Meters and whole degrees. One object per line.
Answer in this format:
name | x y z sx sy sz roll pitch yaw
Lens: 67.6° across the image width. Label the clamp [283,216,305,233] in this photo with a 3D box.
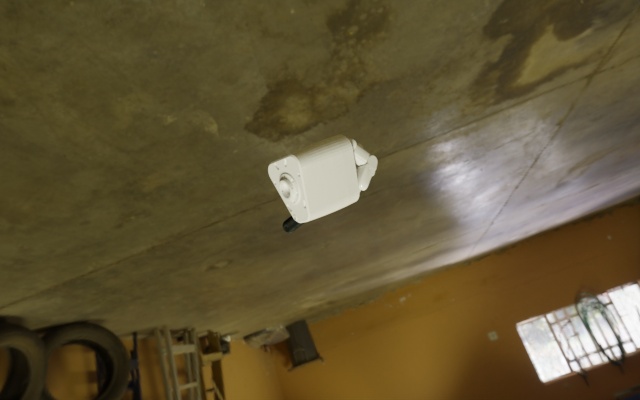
clamp | 0.001 0.003 0.866 0.120 0.039 0.171 -40 -3 -36
